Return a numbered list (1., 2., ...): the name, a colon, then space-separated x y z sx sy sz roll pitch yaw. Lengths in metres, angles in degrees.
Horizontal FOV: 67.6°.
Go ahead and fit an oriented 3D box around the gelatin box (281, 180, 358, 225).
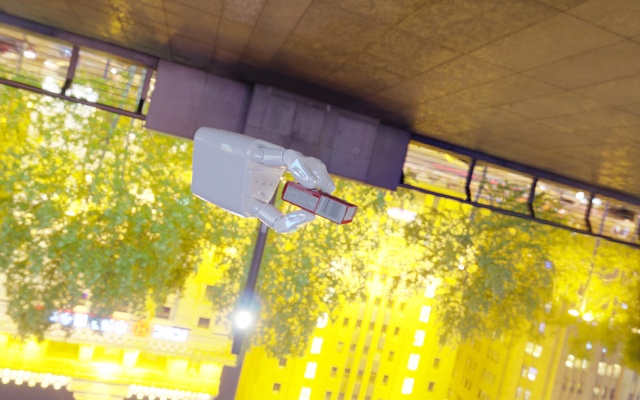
1. gelatin box: 0.000 0.003 0.636 0.089 0.030 0.073 23 5 14
